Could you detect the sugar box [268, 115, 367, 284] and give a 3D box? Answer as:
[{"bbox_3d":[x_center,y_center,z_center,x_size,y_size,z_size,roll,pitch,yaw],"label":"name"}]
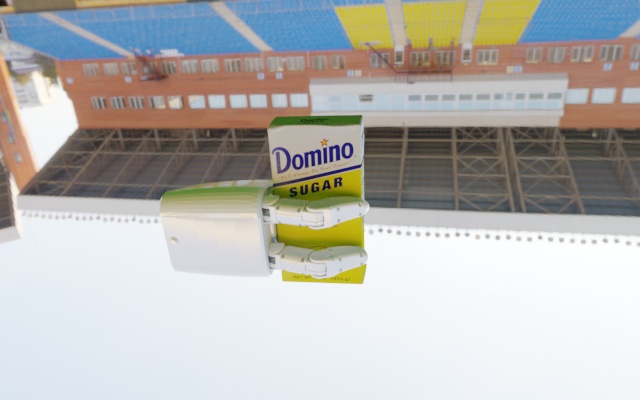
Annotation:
[{"bbox_3d":[0.000,0.002,0.499,0.093,0.176,0.048,0,25,9],"label":"sugar box"}]
